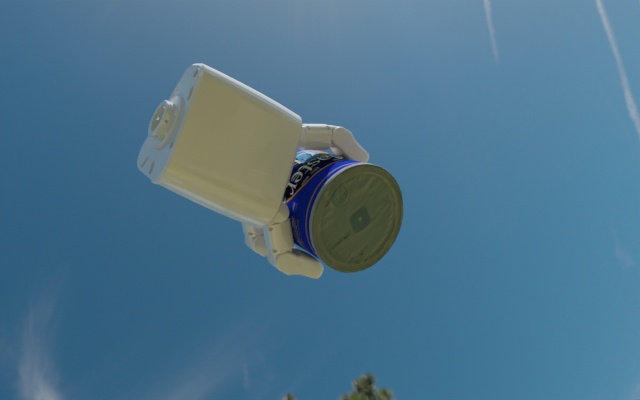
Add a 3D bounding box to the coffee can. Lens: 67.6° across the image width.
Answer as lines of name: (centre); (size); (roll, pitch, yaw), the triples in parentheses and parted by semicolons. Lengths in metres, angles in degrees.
coffee can: (0.000, 0.002, 0.489); (0.103, 0.103, 0.140); (0, 13, -33)
